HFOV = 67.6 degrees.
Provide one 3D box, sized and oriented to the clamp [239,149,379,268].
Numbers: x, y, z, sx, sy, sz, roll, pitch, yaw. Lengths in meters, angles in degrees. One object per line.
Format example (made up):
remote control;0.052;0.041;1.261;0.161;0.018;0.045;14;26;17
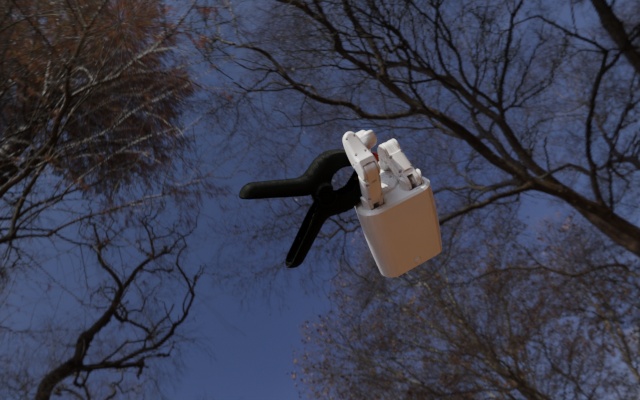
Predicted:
clamp;0.000;0.002;0.574;0.171;0.120;0.039;-26;29;-12
